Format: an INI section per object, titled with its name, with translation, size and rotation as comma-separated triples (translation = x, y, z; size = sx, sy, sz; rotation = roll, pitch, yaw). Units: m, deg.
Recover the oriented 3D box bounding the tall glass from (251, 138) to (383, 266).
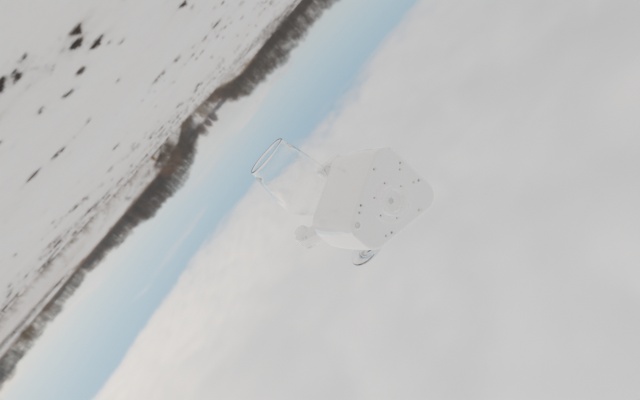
[tall glass]
translation = 0.001, 0.003, 0.662
size = 0.201, 0.079, 0.079
rotation = 40, -13, -16
